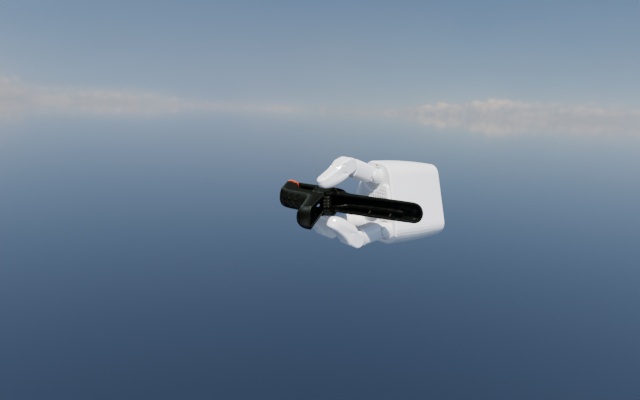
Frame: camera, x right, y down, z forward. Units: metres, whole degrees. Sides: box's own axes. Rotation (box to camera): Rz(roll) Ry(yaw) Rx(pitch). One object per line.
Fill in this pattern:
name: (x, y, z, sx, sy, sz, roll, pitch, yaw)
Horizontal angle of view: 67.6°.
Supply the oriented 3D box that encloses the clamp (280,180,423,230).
clamp: (0.000, 0.001, 0.607, 0.164, 0.036, 0.210, -2, 11, -36)
